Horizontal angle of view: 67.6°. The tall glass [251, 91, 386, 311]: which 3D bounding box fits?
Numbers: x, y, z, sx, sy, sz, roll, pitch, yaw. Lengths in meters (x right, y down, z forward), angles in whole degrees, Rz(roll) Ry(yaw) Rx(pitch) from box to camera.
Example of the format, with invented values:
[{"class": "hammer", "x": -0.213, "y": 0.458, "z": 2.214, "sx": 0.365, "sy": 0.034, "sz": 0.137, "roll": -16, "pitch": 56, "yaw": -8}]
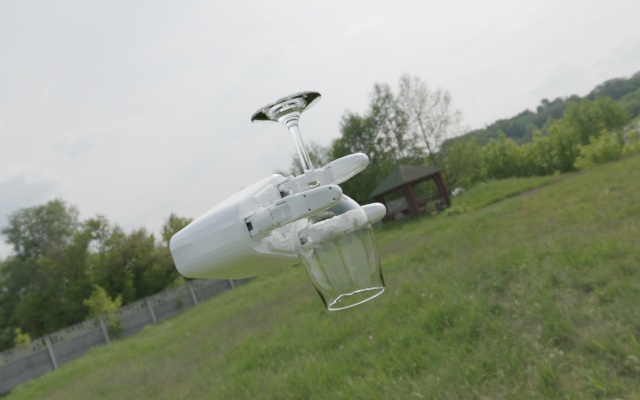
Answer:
[{"class": "tall glass", "x": 0.000, "y": 0.001, "z": 0.466, "sx": 0.079, "sy": 0.201, "sz": 0.079, "roll": -20, "pitch": -4, "yaw": -1}]
